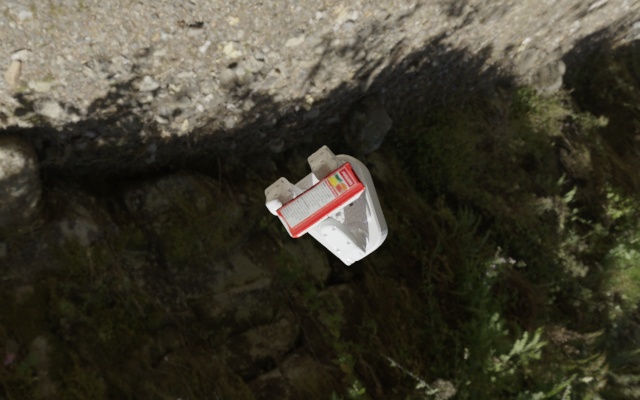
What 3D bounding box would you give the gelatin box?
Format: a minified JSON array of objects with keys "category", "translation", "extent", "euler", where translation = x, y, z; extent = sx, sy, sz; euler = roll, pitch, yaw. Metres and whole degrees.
[{"category":"gelatin box","translation":[0.000,0.002,0.431],"extent":[0.073,0.030,0.089],"euler":[-34,-3,-1]}]
